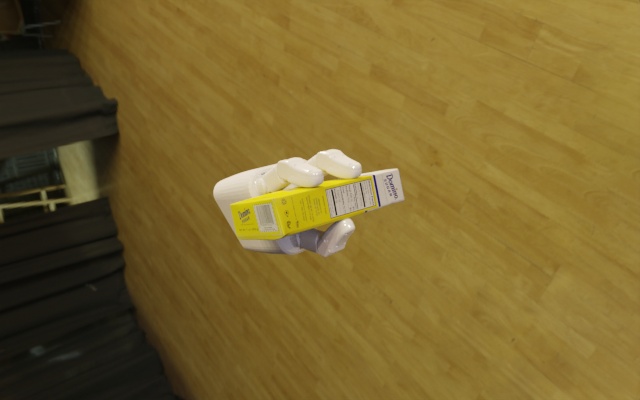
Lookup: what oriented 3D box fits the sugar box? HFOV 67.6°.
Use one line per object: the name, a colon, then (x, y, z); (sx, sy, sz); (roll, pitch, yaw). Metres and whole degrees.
sugar box: (0.000, 0.001, 0.534); (0.176, 0.048, 0.093); (-18, 7, -37)
